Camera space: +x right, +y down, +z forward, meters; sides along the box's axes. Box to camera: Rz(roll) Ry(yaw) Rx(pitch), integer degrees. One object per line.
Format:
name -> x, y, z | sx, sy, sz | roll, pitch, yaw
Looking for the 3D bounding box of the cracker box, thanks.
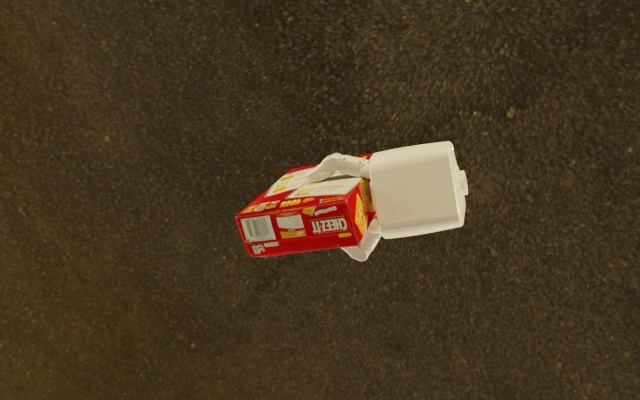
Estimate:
cracker box -> 0.000, 0.002, 0.706 | 0.164, 0.072, 0.213 | -9, 18, 22
